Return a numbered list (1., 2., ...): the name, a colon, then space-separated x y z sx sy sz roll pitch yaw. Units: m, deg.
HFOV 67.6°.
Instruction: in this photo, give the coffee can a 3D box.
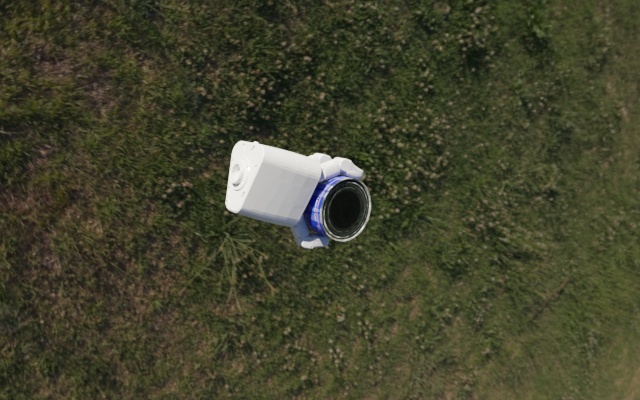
1. coffee can: 0.000 0.003 0.799 0.103 0.103 0.140 0 10 -38
